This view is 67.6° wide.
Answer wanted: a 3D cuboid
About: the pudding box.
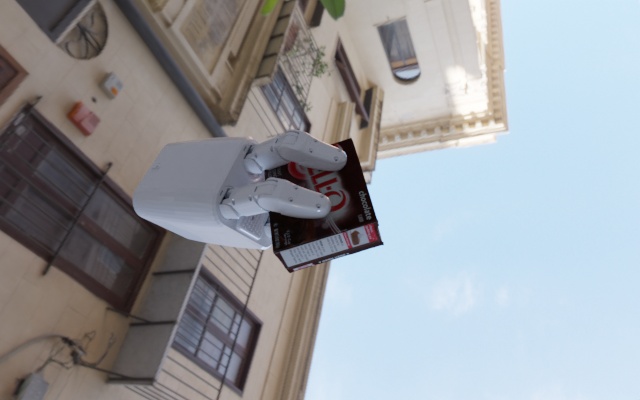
[{"bbox_3d":[0.000,0.002,0.431,0.090,0.113,0.039,-18,-43,6],"label":"pudding box"}]
